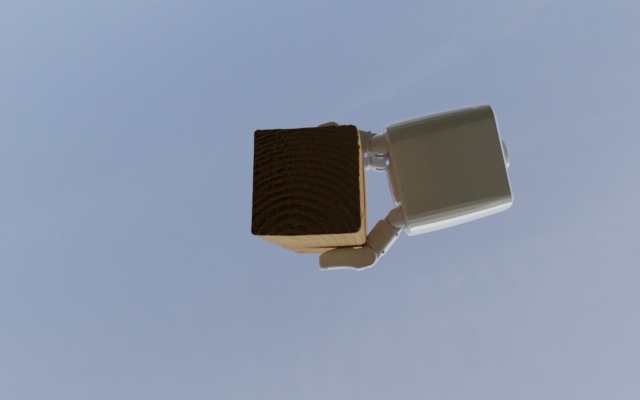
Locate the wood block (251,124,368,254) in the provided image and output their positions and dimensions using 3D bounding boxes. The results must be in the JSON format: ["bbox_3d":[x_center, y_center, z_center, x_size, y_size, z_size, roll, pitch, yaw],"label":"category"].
[{"bbox_3d":[0.000,0.002,0.482,0.090,0.091,0.206,-2,-11,7],"label":"wood block"}]
